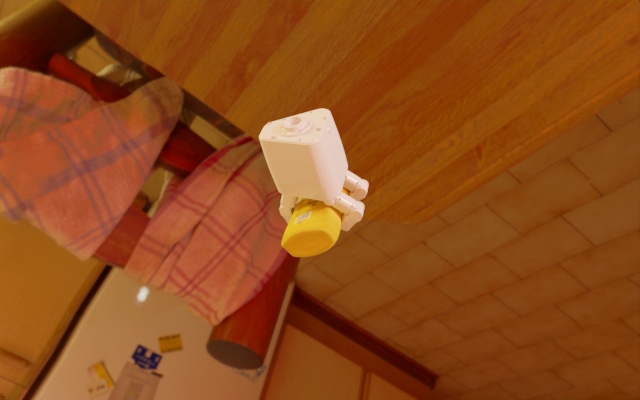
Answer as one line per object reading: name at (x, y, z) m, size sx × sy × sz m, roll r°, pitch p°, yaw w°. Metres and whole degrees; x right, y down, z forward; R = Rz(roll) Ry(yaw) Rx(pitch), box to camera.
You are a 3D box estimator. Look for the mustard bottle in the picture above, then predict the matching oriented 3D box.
mustard bottle at (0.000, 0.003, 0.797) m, size 0.096 × 0.191 × 0.058 m, roll -25°, pitch -59°, yaw 34°
